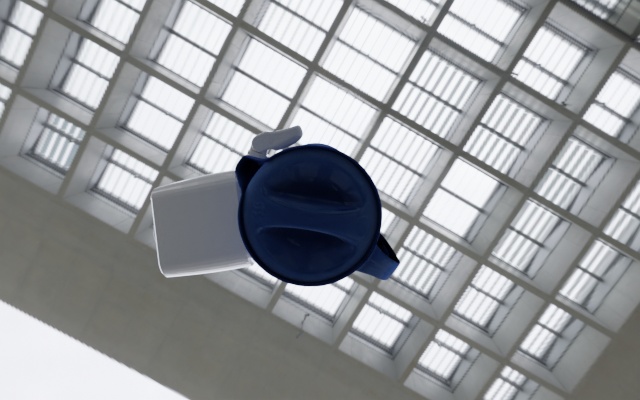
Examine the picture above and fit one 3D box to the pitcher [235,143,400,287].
[{"bbox_3d":[0.000,0.002,0.548,0.145,0.149,0.242,-10,10,3],"label":"pitcher"}]
